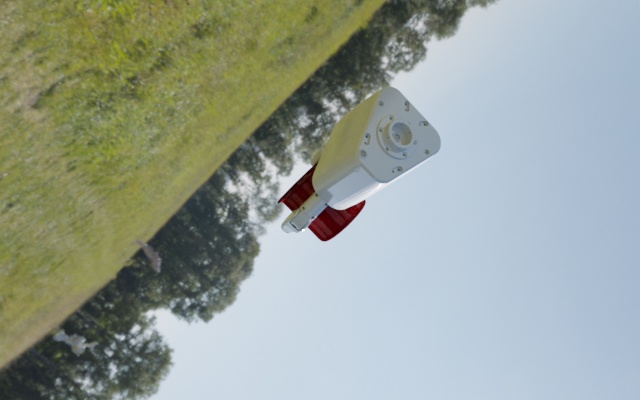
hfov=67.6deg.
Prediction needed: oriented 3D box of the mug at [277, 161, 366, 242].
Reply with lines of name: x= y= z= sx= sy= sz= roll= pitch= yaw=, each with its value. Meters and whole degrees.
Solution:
mug: x=0.000 y=0.003 z=0.637 sx=0.093 sy=0.081 sz=0.117 roll=-47 pitch=7 yaw=-25
